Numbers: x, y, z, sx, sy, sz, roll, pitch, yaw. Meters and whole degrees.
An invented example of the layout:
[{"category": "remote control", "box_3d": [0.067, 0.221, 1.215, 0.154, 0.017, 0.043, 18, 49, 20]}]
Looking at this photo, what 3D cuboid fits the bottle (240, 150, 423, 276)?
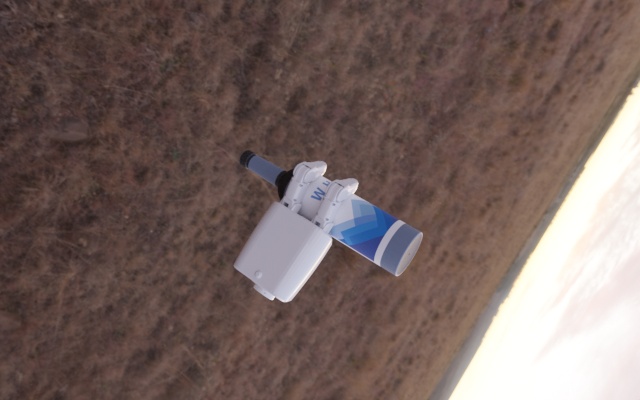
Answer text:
[{"category": "bottle", "box_3d": [0.000, 0.002, 0.682, 0.295, 0.069, 0.069, 30, 13, 23]}]
